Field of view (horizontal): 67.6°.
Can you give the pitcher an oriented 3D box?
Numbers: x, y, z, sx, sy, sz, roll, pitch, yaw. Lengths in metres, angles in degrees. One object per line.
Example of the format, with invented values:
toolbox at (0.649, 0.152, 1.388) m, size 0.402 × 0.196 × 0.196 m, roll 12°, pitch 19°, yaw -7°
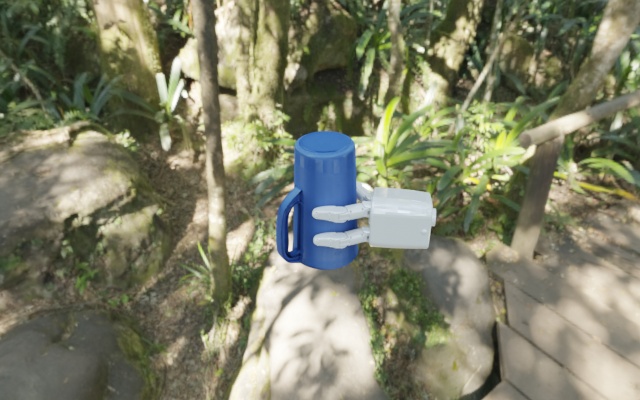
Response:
pitcher at (0.000, 0.003, 0.892) m, size 0.145 × 0.243 × 0.149 m, roll 5°, pitch 32°, yaw 10°
